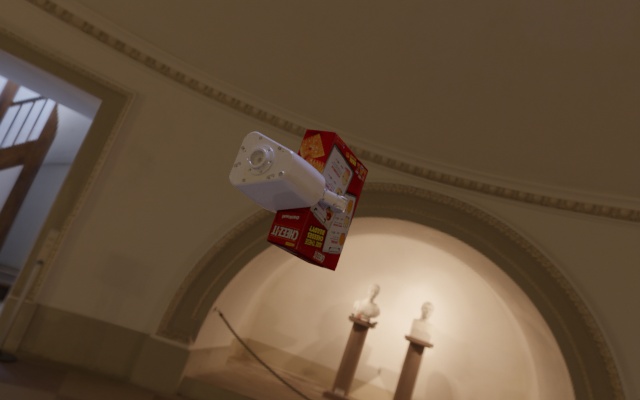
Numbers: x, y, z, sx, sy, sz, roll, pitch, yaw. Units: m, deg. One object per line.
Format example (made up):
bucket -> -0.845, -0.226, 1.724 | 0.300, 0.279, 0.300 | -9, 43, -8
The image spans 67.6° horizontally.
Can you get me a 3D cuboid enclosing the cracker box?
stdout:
cracker box -> 0.000, 0.003, 0.872 | 0.072, 0.213, 0.164 | 12, -14, 30
